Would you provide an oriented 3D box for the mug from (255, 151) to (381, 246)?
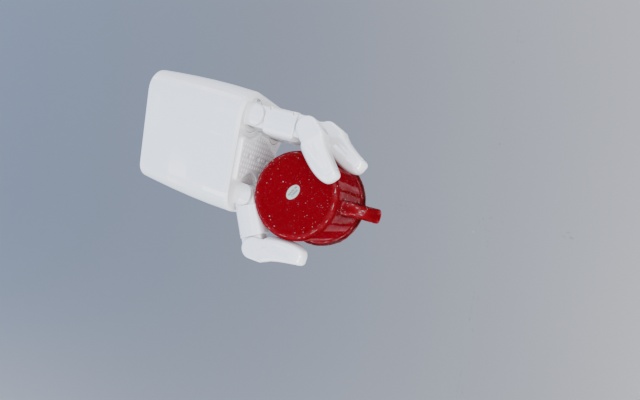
[{"bbox_3d":[0.001,0.002,0.453,0.117,0.093,0.081,18,2,19],"label":"mug"}]
